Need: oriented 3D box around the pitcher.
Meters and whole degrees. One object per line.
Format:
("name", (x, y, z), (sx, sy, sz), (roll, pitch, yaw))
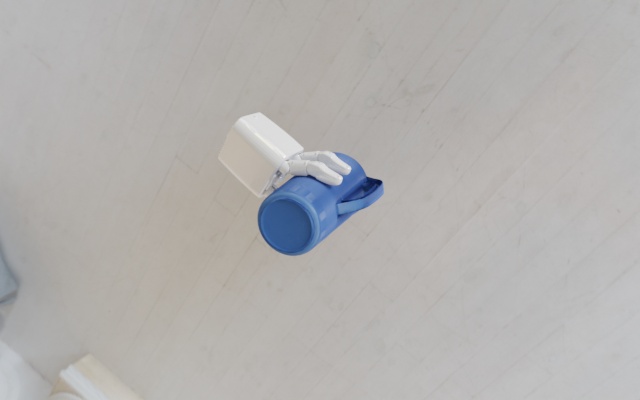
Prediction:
("pitcher", (0.000, 0.003, 0.833), (0.145, 0.149, 0.242), (42, 27, 4))
